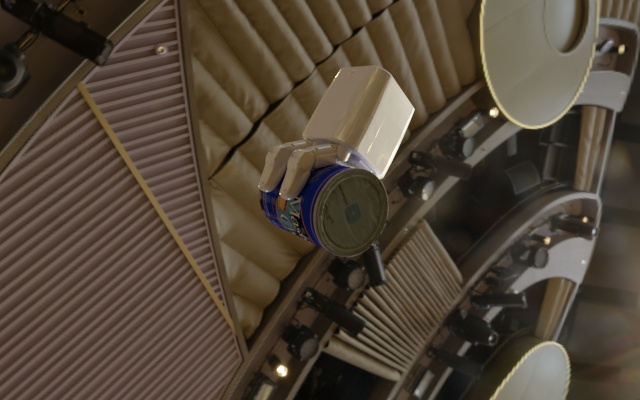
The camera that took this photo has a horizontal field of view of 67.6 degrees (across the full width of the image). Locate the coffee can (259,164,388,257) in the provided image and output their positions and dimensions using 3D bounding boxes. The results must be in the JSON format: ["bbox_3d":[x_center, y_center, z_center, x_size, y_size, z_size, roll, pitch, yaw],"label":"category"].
[{"bbox_3d":[0.000,0.002,0.595,0.103,0.103,0.140,0,11,-34],"label":"coffee can"}]
